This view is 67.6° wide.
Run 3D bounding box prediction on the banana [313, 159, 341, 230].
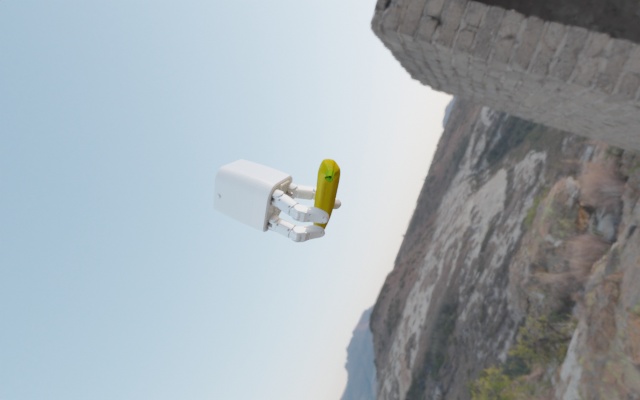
[{"bbox_3d":[0.007,-0.014,0.803,0.037,0.069,0.198,20,-29,8],"label":"banana"}]
